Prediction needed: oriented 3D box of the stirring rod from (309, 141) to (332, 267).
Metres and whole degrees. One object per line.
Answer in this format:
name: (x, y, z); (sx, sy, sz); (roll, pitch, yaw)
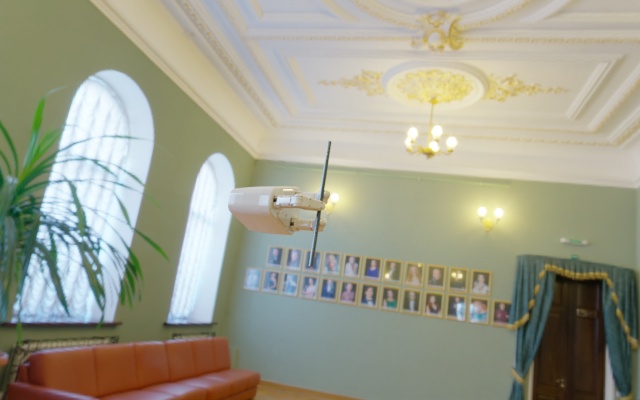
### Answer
stirring rod: (0.000, 0.003, 0.891); (0.011, 0.239, 0.011); (8, -13, 2)
